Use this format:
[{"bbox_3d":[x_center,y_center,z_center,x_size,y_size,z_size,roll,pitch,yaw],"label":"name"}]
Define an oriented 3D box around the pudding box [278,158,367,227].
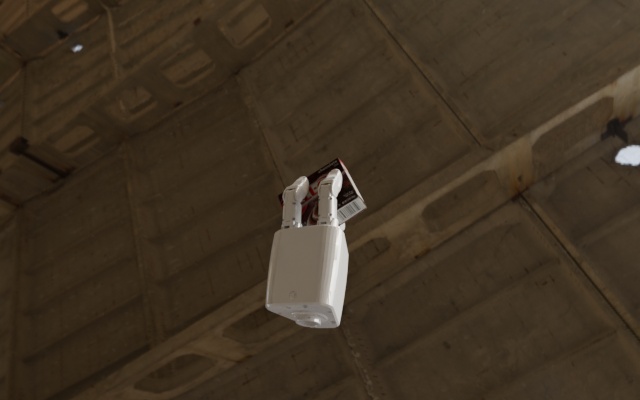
[{"bbox_3d":[0.000,0.002,0.700,0.113,0.090,0.039,-31,-42,7],"label":"pudding box"}]
